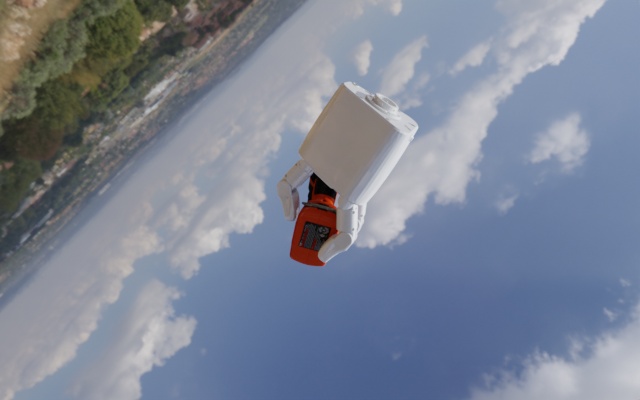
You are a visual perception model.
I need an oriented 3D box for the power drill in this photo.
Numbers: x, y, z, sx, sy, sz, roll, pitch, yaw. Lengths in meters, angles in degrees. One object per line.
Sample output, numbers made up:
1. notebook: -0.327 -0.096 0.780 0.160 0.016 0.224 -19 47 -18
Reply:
1. power drill: 0.000 0.002 0.705 0.057 0.185 0.187 12 44 -2
